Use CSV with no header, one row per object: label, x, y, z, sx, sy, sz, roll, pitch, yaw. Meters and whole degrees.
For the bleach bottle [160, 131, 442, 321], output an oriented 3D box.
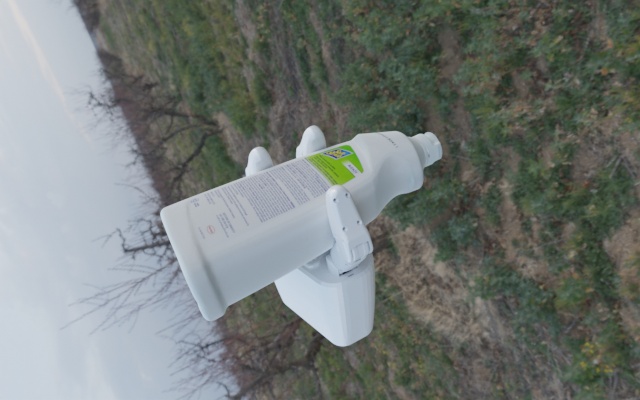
bleach bottle,0.000,0.001,0.411,0.251,0.068,0.102,-24,44,-16
